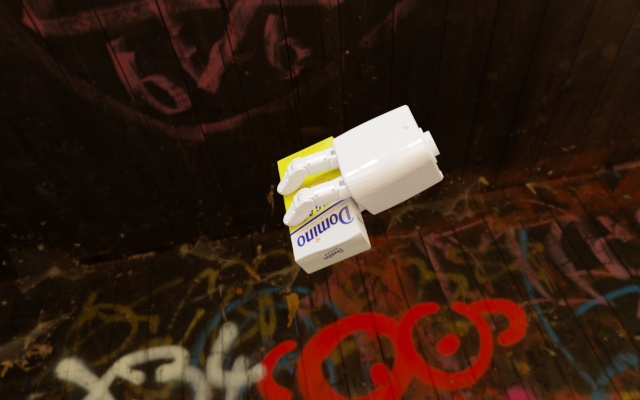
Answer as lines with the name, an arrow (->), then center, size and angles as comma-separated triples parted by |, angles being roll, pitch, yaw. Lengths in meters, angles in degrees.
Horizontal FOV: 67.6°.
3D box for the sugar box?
sugar box -> 0.000, 0.002, 0.650 | 0.093, 0.176, 0.048 | -24, -42, 12
